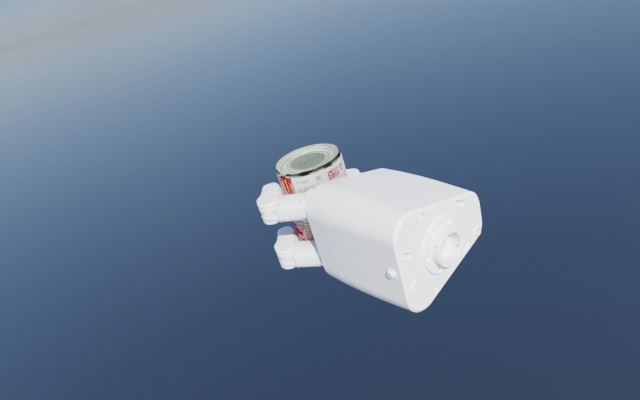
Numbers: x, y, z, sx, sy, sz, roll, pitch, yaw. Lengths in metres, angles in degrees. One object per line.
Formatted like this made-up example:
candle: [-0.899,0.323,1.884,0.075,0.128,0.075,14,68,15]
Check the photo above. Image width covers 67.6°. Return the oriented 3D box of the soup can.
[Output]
soup can: [0.000,0.001,0.490,0.068,0.102,0.068,-14,27,7]
